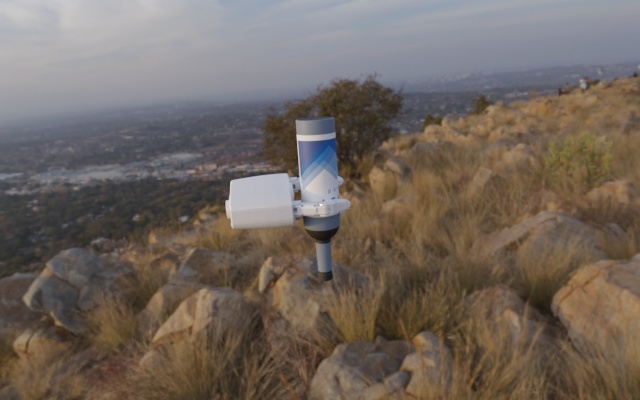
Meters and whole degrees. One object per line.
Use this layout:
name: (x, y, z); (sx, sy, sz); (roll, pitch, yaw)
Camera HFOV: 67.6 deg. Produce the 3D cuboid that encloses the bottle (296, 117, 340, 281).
bottle: (0.000, 0.003, 0.851); (0.069, 0.296, 0.069); (-4, 15, 1)
